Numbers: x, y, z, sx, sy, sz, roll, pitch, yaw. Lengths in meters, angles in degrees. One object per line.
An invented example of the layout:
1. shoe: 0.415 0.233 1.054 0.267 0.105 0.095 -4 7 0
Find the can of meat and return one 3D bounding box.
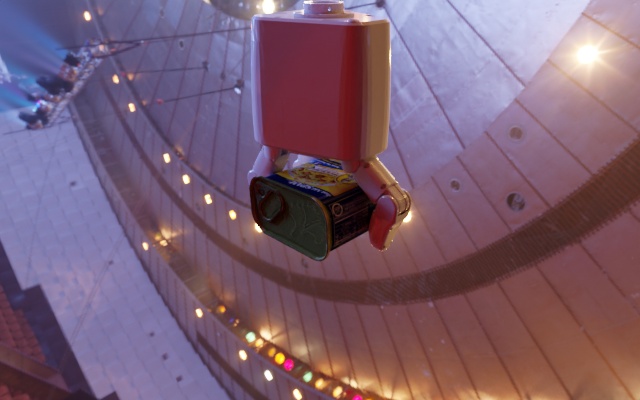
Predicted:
1. can of meat: 0.000 0.001 0.432 0.084 0.057 0.102 -24 32 -38
